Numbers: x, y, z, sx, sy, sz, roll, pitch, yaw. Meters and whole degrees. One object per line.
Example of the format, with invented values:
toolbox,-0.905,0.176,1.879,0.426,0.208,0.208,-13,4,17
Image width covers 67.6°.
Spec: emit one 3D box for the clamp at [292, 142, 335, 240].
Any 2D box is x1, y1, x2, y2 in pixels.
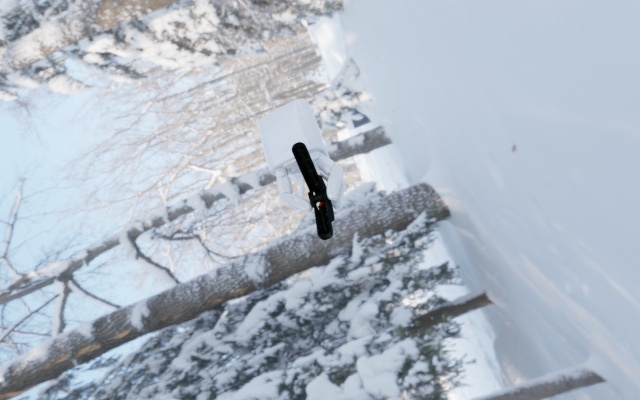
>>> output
clamp,-0.001,0.003,0.847,0.036,0.164,0.210,-17,-15,5
